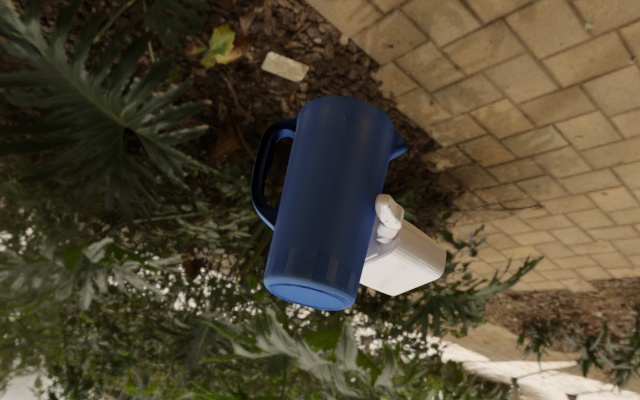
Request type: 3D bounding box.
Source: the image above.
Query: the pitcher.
[{"bbox_3d":[0.000,0.002,0.591,0.145,0.242,0.149,32,-30,-34],"label":"pitcher"}]
